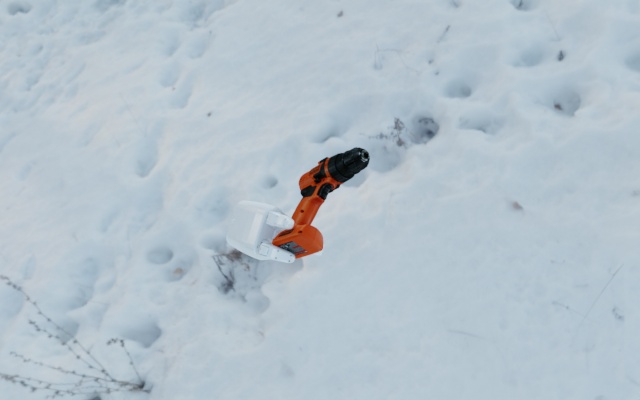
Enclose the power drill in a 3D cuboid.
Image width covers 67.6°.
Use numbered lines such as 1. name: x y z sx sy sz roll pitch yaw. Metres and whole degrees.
1. power drill: 0.000 0.003 0.823 0.057 0.187 0.184 37 -33 -18
